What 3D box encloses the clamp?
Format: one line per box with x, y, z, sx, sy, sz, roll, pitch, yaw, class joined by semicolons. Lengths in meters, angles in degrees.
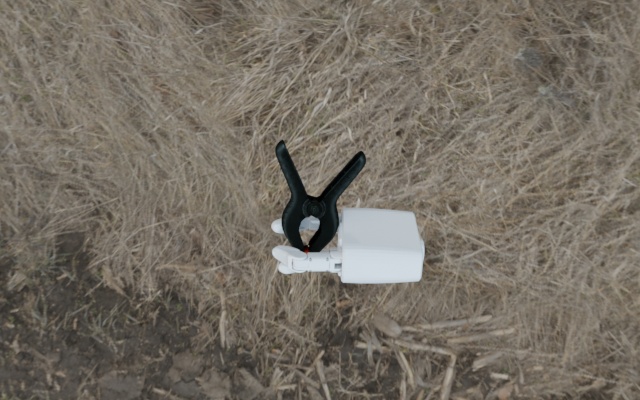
0.000;0.002;0.648;0.120;0.171;0.039;1;20;-1;clamp
